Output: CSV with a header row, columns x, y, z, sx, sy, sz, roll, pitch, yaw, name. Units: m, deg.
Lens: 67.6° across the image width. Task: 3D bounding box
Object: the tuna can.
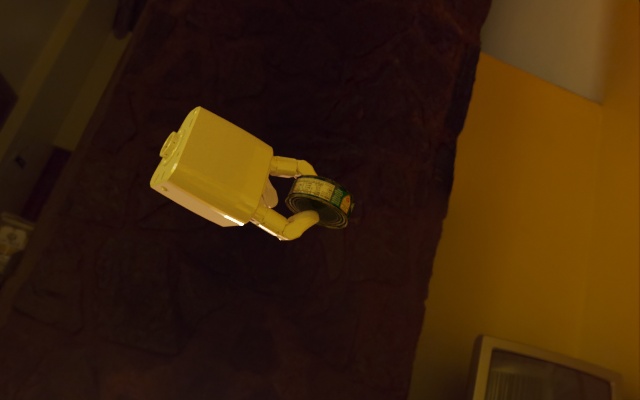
x,y,z,sx,sy,sz,roll,pitch,yaw,name
0.000,0.002,0.620,0.086,0.033,0.086,19,-22,8,tuna can
